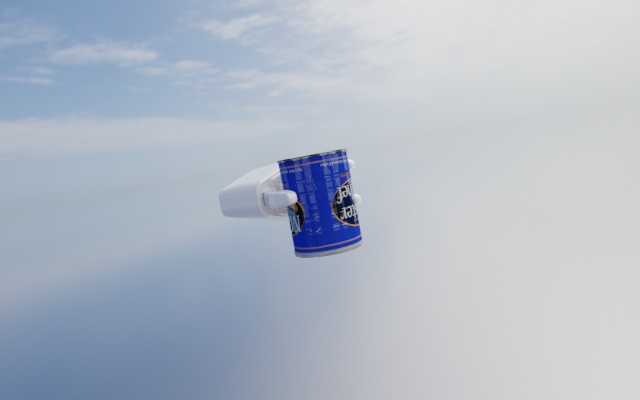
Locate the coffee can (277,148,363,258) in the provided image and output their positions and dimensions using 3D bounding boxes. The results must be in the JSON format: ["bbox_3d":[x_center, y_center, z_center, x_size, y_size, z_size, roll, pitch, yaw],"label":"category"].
[{"bbox_3d":[0.000,0.002,0.694,0.103,0.140,0.103,-10,5,1],"label":"coffee can"}]
